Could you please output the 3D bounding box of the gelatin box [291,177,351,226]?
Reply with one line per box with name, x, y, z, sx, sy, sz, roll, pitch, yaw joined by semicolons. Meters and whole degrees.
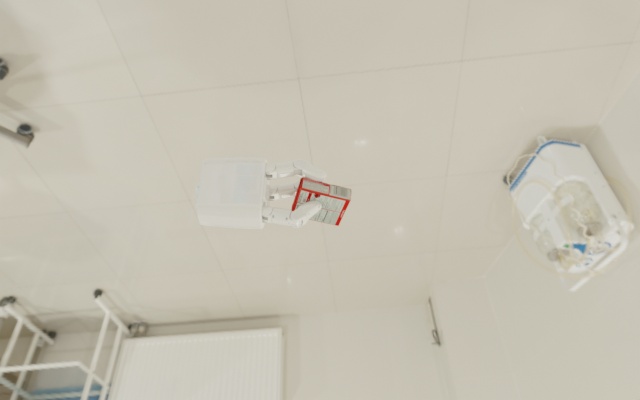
gelatin box;0.000;0.003;0.812;0.089;0.030;0.073;13;-42;-7
